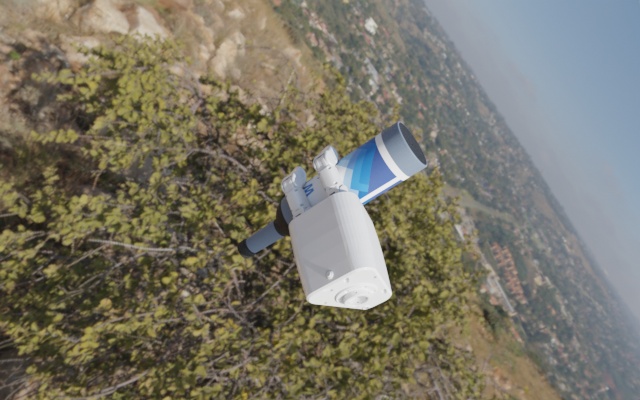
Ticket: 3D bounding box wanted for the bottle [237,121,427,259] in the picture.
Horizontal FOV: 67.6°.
[{"bbox_3d":[0.000,0.002,0.648,0.296,0.069,0.069,-32,-14,24],"label":"bottle"}]
